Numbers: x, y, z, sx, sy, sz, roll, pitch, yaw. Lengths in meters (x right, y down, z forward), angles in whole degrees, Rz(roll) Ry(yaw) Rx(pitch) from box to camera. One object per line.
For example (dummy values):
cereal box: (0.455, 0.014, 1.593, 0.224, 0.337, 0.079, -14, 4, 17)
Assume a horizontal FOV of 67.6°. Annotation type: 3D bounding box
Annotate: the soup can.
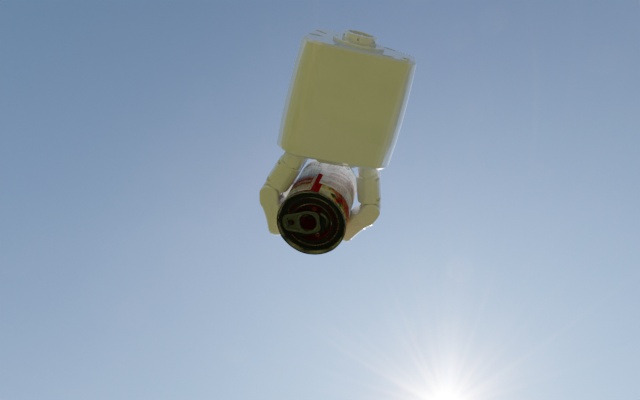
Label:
soup can: (0.000, 0.002, 0.499, 0.068, 0.068, 0.102, 0, 25, 12)
